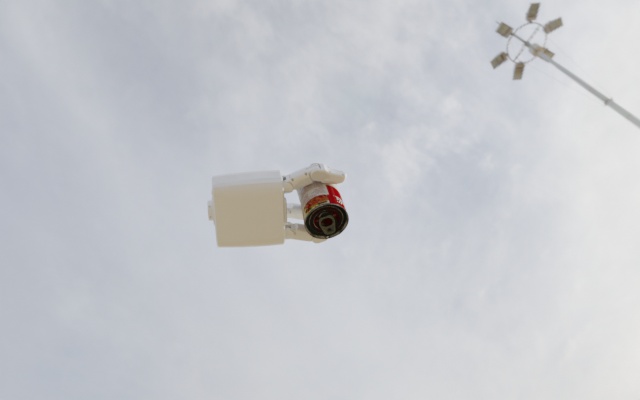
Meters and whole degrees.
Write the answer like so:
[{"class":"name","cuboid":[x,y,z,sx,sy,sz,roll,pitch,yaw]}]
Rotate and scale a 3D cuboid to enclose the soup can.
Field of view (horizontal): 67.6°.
[{"class":"soup can","cuboid":[0.001,0.002,0.751,0.068,0.068,0.102,0,37,-14]}]
